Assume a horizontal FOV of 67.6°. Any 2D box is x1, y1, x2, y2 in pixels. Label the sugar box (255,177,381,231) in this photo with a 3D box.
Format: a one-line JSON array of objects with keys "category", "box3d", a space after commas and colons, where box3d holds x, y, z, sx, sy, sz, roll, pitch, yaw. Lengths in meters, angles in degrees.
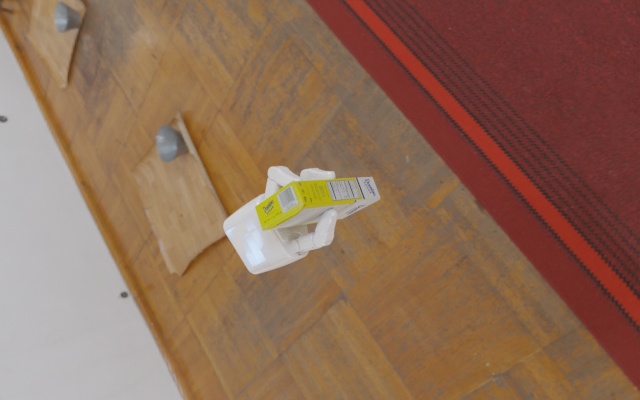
[{"category": "sugar box", "box3d": [0.000, 0.002, 0.718, 0.093, 0.048, 0.176, -30, -14, 40]}]
